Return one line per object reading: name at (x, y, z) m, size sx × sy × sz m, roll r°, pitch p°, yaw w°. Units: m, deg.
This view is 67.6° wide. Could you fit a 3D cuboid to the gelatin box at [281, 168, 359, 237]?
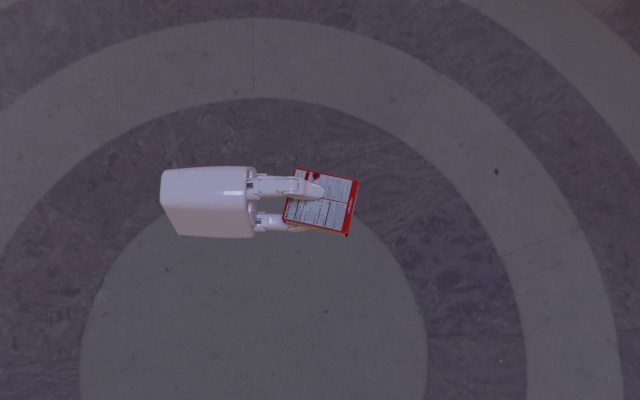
gelatin box at (0.000, 0.002, 0.628) m, size 0.089 × 0.073 × 0.030 m, roll 12°, pitch -13°, yaw 7°
